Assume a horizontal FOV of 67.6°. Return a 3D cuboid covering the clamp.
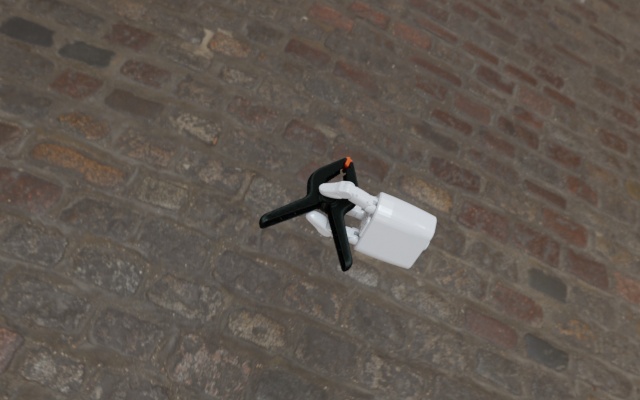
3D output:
[{"bbox_3d":[0.001,0.002,0.813,0.164,0.209,0.036,23,-34,-4],"label":"clamp"}]
